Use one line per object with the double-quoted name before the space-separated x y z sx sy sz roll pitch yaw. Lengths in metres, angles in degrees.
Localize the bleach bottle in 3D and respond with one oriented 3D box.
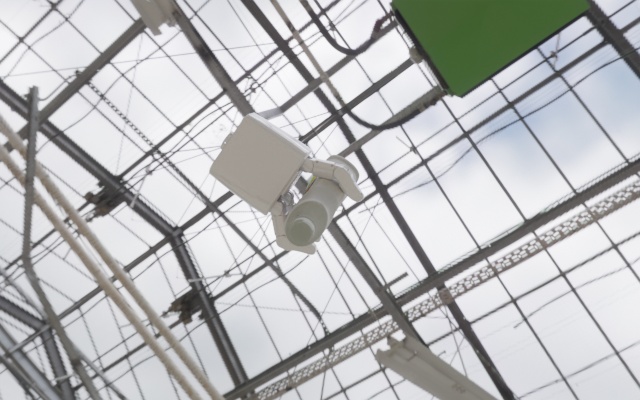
"bleach bottle" 0.000 0.002 0.707 0.068 0.102 0.250 36 17 -1
